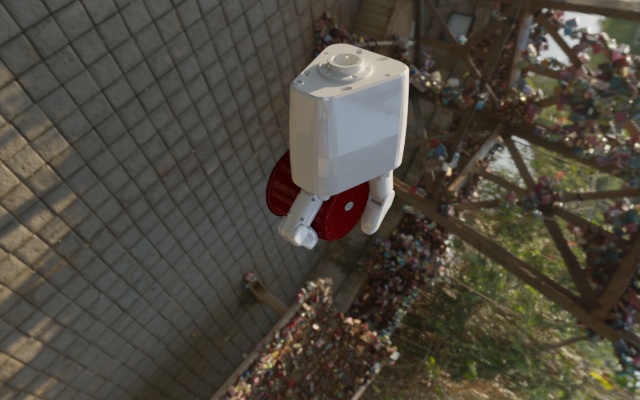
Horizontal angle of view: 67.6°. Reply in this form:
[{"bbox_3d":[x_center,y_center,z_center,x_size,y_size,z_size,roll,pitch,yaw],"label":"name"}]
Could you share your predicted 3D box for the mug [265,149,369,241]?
[{"bbox_3d":[0.000,0.003,0.541,0.081,0.117,0.093,29,50,30],"label":"mug"}]
